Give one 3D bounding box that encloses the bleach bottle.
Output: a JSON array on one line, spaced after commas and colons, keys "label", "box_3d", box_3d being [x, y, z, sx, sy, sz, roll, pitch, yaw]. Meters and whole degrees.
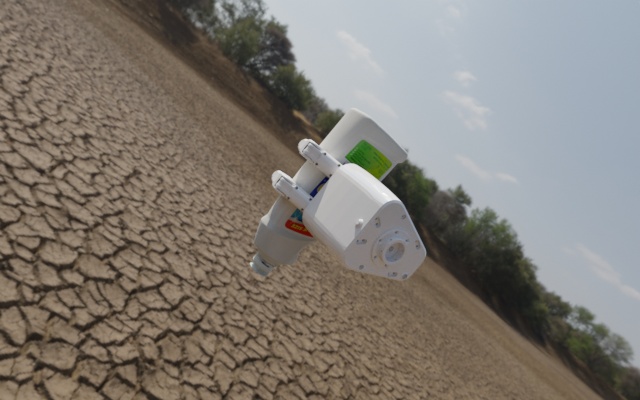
[{"label": "bleach bottle", "box_3d": [0.000, 0.002, 0.646, 0.103, 0.251, 0.068, 37, 5, -34]}]
